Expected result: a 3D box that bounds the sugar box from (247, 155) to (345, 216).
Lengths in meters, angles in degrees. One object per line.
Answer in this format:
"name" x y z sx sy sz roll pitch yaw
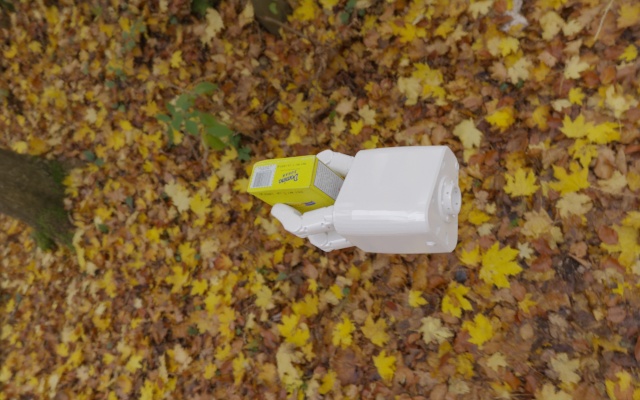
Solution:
"sugar box" 0.000 0.002 0.605 0.093 0.048 0.176 -2 -25 35
